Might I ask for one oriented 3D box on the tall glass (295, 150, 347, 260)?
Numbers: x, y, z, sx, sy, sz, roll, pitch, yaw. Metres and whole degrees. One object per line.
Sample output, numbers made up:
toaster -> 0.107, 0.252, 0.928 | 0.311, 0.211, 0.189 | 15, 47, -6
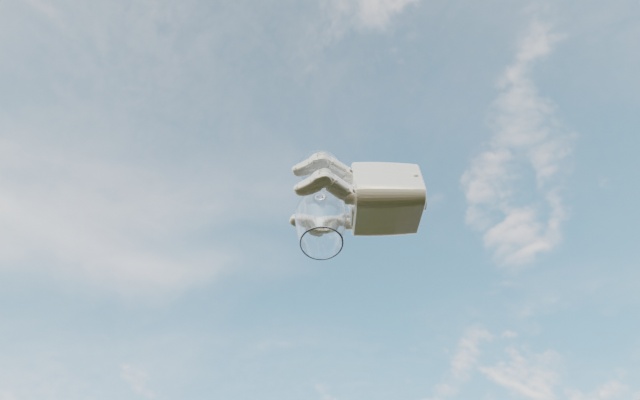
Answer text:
tall glass -> 0.000, 0.002, 0.745 | 0.079, 0.079, 0.201 | 0, 36, -1
